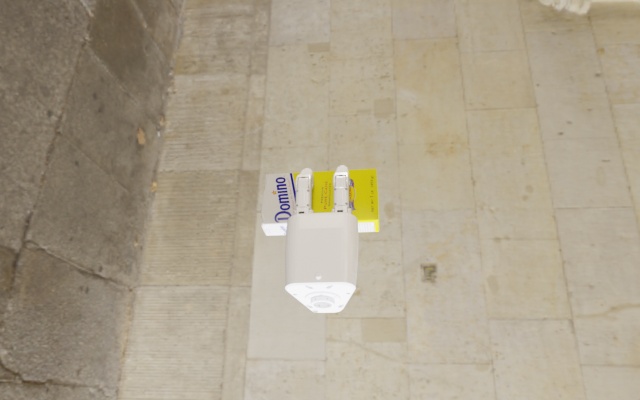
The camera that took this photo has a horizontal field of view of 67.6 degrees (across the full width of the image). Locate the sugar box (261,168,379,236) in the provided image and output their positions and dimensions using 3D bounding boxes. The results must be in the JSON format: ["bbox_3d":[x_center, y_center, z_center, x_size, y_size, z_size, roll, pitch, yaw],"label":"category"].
[{"bbox_3d":[0.000,0.002,0.733,0.176,0.093,0.048,-2,-30,6],"label":"sugar box"}]
